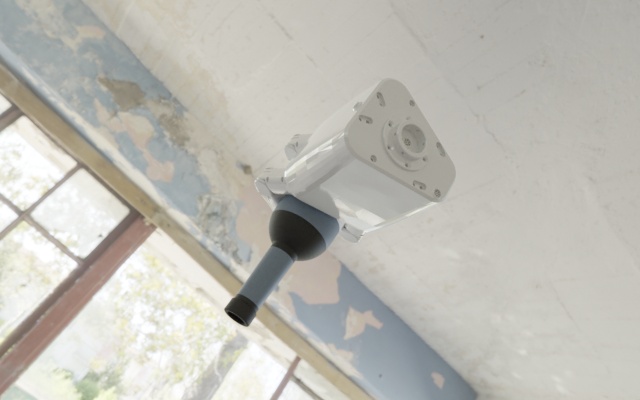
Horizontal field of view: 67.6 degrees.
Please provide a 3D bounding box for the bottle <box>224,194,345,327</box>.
[{"bbox_3d":[0.000,0.001,0.497,0.069,0.295,0.069,26,-31,17],"label":"bottle"}]
